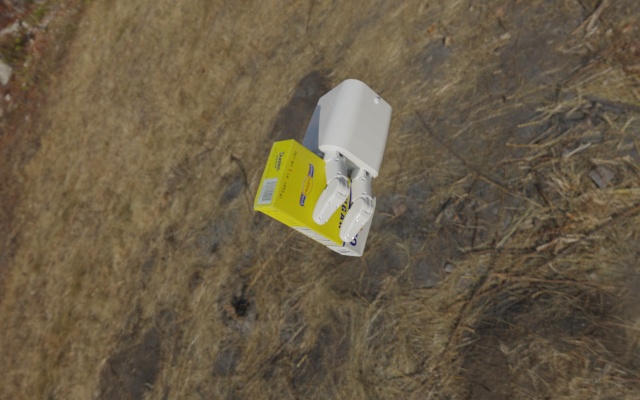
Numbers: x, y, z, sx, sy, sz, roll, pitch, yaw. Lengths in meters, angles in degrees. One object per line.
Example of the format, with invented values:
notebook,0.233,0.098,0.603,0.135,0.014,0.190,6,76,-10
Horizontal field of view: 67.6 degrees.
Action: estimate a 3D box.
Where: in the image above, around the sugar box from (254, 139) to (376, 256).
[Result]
sugar box,0.000,0.002,0.630,0.176,0.093,0.048,29,-21,-38
